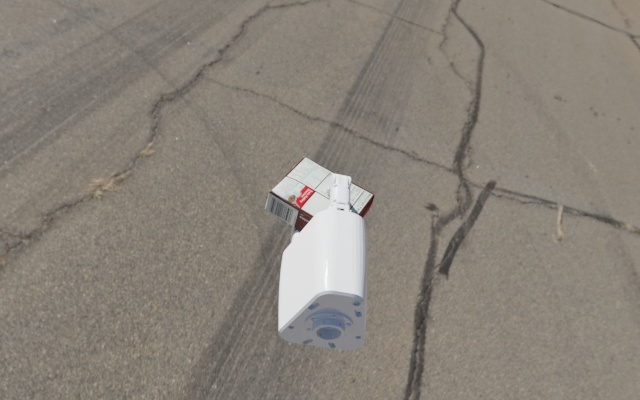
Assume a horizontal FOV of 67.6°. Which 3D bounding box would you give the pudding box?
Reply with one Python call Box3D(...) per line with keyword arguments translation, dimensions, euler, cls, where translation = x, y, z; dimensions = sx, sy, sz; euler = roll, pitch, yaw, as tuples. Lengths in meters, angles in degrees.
Box3D(translation=(0.000, 0.002, 0.610), dimensions=(0.113, 0.039, 0.090), euler=(31, 46, 11), cls="pudding box")
